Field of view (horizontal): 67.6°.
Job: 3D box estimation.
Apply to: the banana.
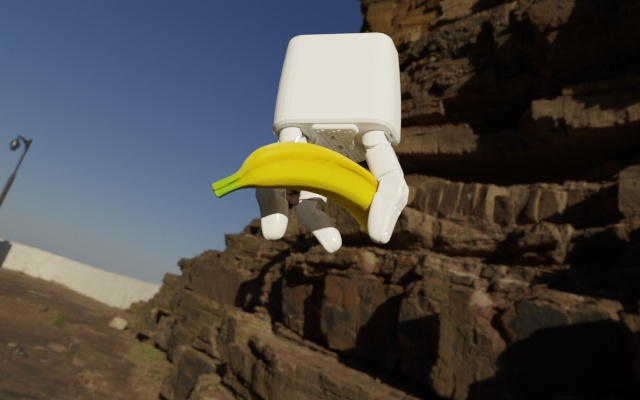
[{"bbox_3d":[0.010,-0.008,0.408,0.198,0.037,0.070,19,-42,-38],"label":"banana"}]
